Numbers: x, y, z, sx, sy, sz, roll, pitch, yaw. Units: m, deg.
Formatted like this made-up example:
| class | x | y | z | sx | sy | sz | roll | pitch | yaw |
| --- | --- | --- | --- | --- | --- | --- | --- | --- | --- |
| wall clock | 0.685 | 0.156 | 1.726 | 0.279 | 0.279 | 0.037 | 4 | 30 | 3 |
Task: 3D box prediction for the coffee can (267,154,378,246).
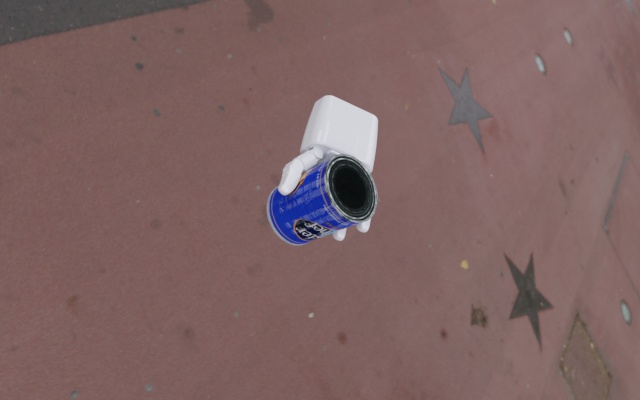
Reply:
| class | x | y | z | sx | sy | sz | roll | pitch | yaw |
| --- | --- | --- | --- | --- | --- | --- | --- | --- | --- |
| coffee can | 0.000 | 0.003 | 0.719 | 0.103 | 0.102 | 0.140 | 0 | -17 | -42 |
